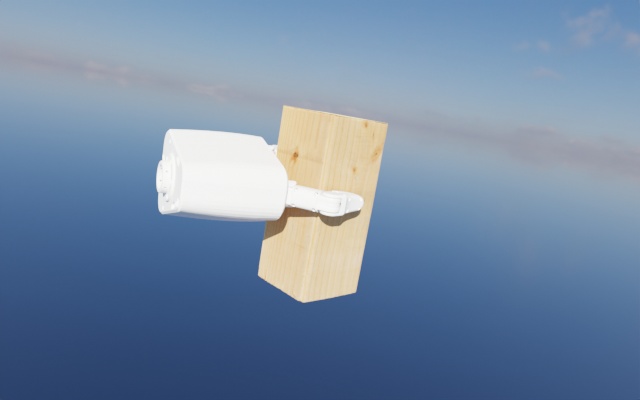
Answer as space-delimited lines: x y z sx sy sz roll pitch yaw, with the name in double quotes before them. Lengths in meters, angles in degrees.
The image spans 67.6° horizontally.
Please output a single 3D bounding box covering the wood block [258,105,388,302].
"wood block" 0.000 0.002 0.561 0.090 0.206 0.091 0 15 -43
